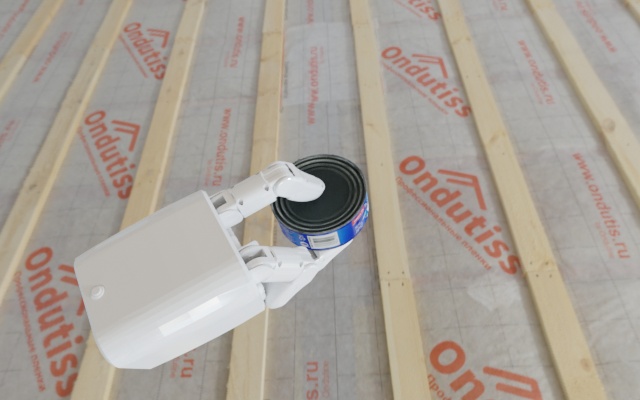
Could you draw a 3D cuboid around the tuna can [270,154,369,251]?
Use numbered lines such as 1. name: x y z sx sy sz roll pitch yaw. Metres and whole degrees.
1. tuna can: 0.000 0.002 0.428 0.086 0.086 0.034 0 -35 12
